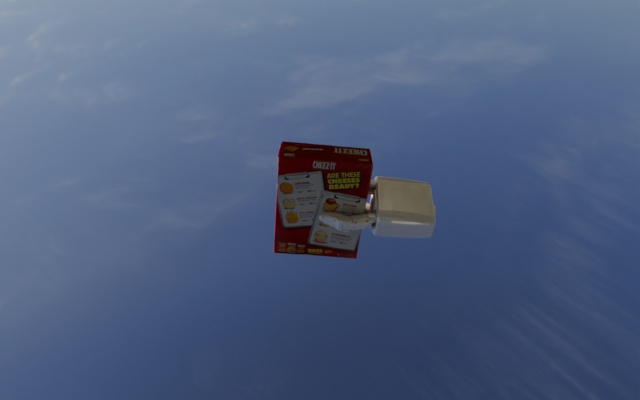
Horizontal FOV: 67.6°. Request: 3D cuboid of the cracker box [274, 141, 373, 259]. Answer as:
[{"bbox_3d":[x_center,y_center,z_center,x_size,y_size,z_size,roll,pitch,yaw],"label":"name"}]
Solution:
[{"bbox_3d":[0.000,0.003,0.888,0.164,0.214,0.072,4,34,-3],"label":"cracker box"}]
